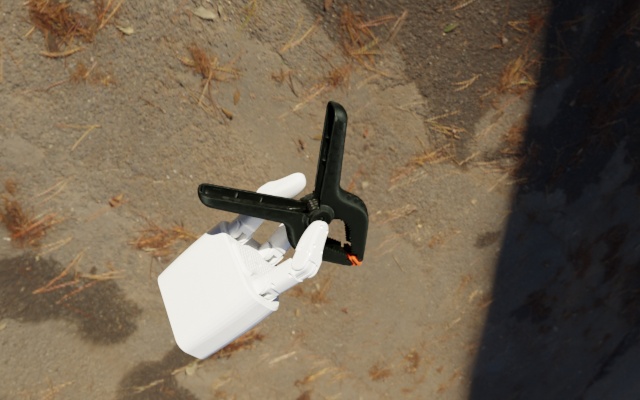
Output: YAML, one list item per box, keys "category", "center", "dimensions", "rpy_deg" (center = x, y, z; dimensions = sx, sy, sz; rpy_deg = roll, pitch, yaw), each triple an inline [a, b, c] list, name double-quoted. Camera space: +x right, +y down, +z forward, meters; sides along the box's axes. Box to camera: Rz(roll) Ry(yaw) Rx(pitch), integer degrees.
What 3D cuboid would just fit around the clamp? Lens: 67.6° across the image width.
- category: "clamp"
  center: [0.000, 0.003, 0.509]
  dimensions: [0.164, 0.036, 0.210]
  rpy_deg: [-36, -50, 13]
